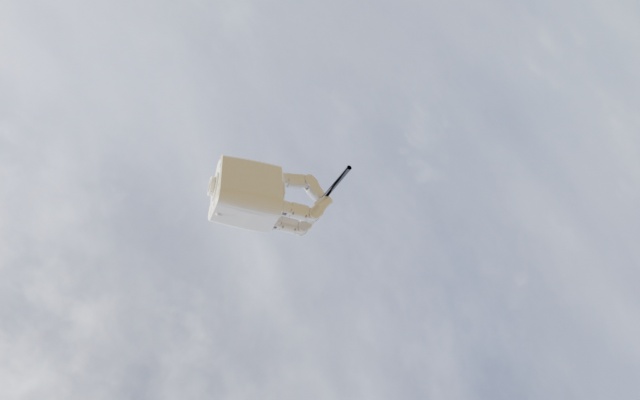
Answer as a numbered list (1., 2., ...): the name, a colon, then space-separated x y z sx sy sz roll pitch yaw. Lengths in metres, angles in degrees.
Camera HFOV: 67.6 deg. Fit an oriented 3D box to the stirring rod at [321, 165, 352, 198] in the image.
1. stirring rod: 0.000 0.003 0.834 0.011 0.011 0.240 0 -26 -24
